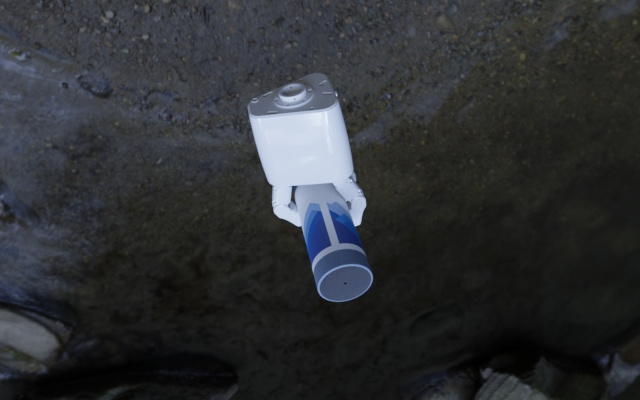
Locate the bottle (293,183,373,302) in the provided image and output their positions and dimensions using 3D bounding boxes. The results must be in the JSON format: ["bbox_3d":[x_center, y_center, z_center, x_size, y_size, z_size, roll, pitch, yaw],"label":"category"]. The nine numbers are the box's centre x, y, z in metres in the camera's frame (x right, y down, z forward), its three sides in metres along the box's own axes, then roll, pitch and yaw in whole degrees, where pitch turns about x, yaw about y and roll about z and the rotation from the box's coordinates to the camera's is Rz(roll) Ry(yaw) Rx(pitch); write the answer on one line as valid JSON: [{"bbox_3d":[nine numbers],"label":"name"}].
[{"bbox_3d":[0.000,0.002,0.662,0.069,0.069,0.295,0,40,-15],"label":"bottle"}]
